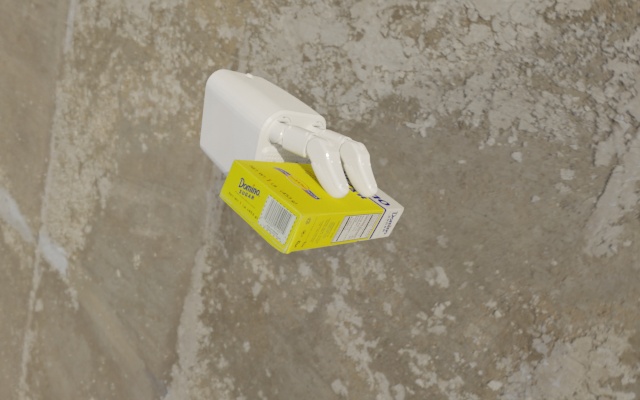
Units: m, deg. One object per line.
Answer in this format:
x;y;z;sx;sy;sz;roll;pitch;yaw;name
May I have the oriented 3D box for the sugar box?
0.000;0.001;0.469;0.093;0.048;0.176;39;26;29;sugar box
